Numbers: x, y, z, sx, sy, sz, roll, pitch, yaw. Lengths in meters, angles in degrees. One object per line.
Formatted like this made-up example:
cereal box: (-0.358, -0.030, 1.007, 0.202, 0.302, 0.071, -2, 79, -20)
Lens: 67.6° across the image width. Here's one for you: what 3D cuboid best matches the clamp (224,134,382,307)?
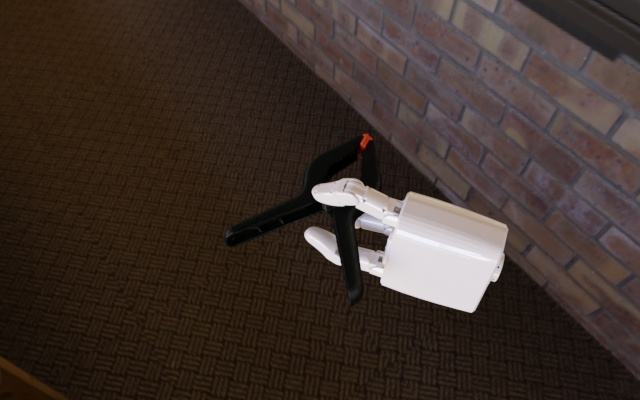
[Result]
clamp: (0.000, 0.001, 0.544, 0.164, 0.210, 0.036, 18, -32, 13)
